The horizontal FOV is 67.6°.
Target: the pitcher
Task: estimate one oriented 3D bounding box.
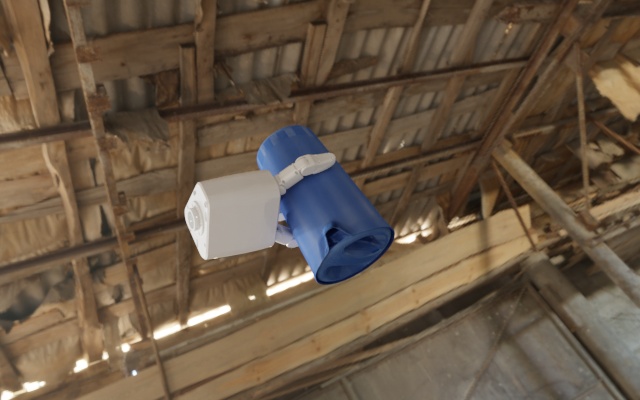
[{"bbox_3d":[0.000,0.002,0.749,0.145,0.242,0.149,-12,-36,-31],"label":"pitcher"}]
